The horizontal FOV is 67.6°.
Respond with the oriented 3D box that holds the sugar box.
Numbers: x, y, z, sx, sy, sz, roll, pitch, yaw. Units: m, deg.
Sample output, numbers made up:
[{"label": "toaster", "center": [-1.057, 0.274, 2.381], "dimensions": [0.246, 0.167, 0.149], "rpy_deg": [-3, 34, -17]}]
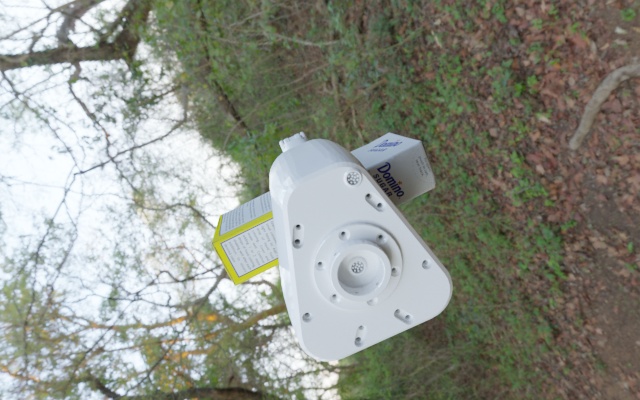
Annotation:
[{"label": "sugar box", "center": [0.000, 0.002, 0.402], "dimensions": [0.176, 0.048, 0.093], "rpy_deg": [-24, 14, -2]}]
